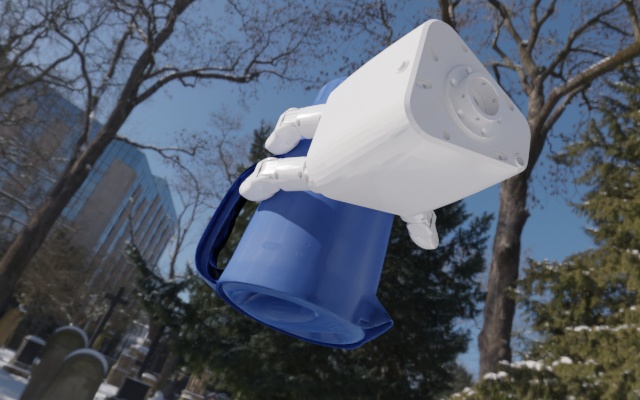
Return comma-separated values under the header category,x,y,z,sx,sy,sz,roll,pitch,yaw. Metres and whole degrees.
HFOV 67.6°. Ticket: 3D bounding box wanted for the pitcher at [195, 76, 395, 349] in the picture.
category,x,y,z,sx,sy,sz,roll,pitch,yaw
pitcher,0.000,0.001,0.453,0.149,0.242,0.145,33,-30,-21
